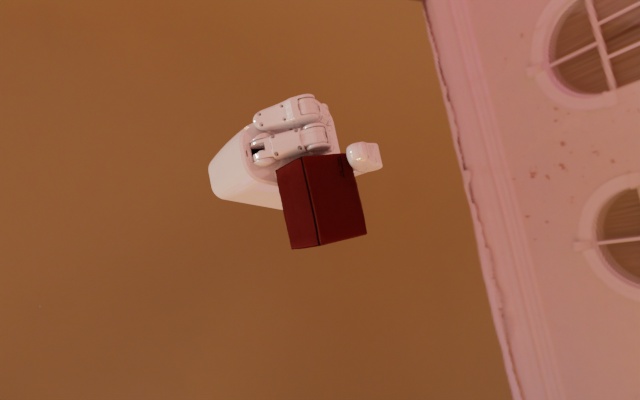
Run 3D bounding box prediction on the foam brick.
[{"bbox_3d":[0.000,0.002,0.430,0.053,0.078,0.051,-8,-7,-34],"label":"foam brick"}]
